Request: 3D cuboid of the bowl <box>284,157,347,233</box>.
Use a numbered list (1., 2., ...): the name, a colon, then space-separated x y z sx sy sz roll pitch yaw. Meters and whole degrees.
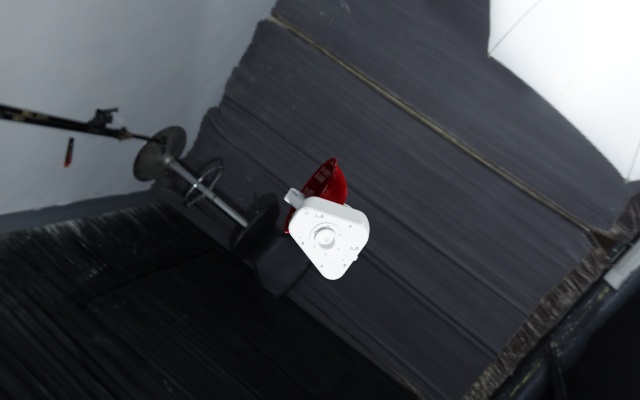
1. bowl: 0.001 0.003 0.872 0.055 0.162 0.162 34 -9 -14
